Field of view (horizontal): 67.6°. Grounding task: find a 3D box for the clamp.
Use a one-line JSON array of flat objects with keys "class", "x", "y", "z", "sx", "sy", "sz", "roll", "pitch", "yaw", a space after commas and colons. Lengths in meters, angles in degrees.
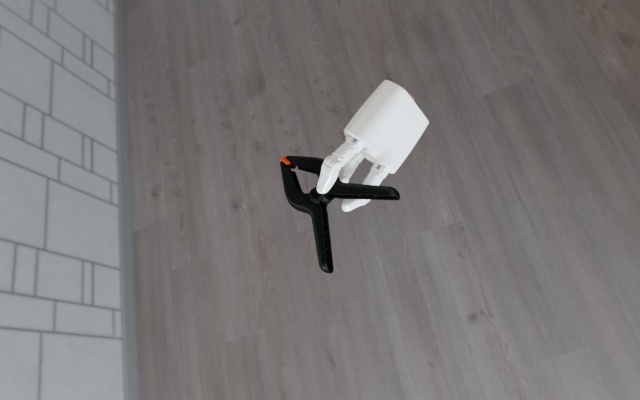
[{"class": "clamp", "x": 0.000, "y": 0.002, "z": 0.761, "sx": 0.210, "sy": 0.164, "sz": 0.036, "roll": 36, "pitch": -1, "yaw": 30}]
